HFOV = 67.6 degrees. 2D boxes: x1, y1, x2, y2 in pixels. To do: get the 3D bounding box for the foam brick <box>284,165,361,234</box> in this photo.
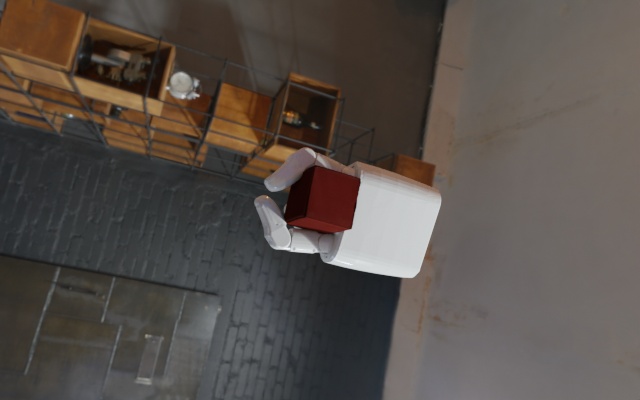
[{"bbox_3d":[0.000,0.002,0.486,0.051,0.053,0.078,16,-12,-17],"label":"foam brick"}]
